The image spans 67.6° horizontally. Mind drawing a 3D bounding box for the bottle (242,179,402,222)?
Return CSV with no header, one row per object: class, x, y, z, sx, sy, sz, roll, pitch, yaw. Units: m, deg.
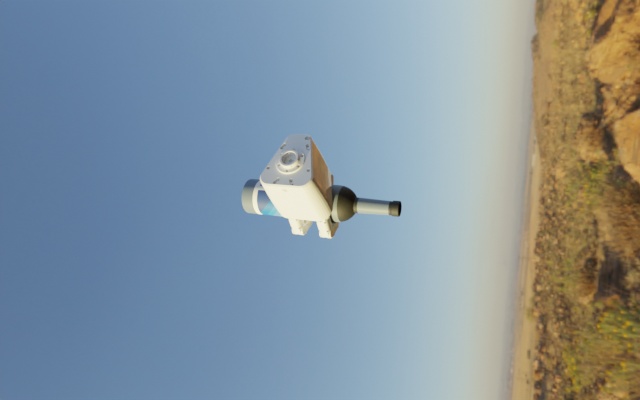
bottle,0.000,0.003,0.873,0.295,0.069,0.069,5,2,21
